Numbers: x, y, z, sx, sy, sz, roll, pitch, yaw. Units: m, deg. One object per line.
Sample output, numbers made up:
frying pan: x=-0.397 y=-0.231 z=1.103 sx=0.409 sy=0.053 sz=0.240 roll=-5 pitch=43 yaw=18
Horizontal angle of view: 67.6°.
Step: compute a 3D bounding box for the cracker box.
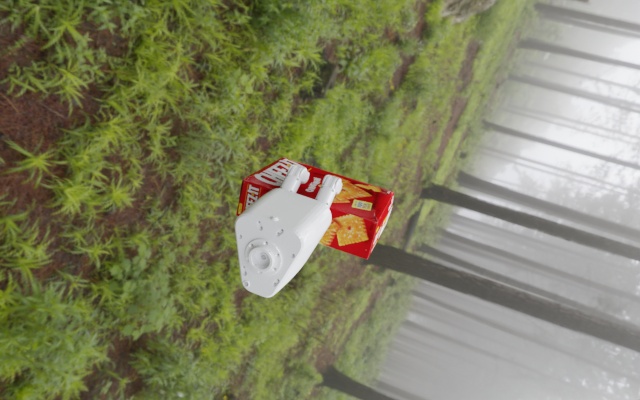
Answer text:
cracker box: x=0.000 y=0.003 z=0.767 sx=0.213 sy=0.072 sz=0.164 roll=18 pitch=21 yaw=12
